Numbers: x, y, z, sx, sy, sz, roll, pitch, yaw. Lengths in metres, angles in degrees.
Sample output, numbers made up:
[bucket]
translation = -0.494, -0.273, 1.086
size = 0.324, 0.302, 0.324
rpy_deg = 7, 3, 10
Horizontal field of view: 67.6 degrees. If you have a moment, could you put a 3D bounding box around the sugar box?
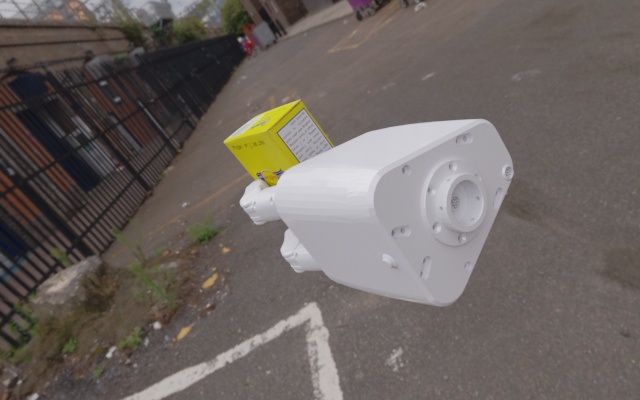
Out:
[sugar box]
translation = 0.000, 0.002, 0.416
size = 0.048, 0.176, 0.093
rpy_deg = -44, 21, -22
